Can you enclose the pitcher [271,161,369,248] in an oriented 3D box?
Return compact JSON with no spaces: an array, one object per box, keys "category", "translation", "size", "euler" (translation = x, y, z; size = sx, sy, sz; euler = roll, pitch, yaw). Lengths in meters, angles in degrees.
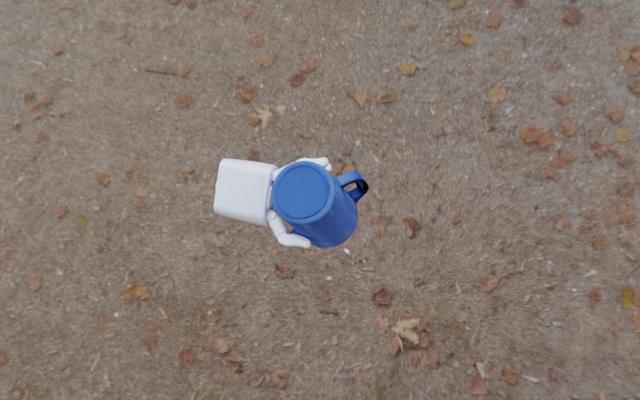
[{"category":"pitcher","translation":[0.000,0.003,0.886],"size":[0.145,0.149,0.243],"euler":[12,-9,12]}]
